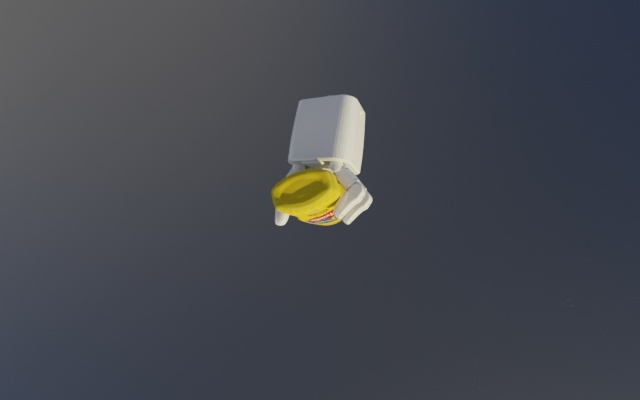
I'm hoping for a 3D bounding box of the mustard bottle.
[{"bbox_3d":[0.000,0.003,0.768,0.096,0.058,0.192,-20,-16,13],"label":"mustard bottle"}]
